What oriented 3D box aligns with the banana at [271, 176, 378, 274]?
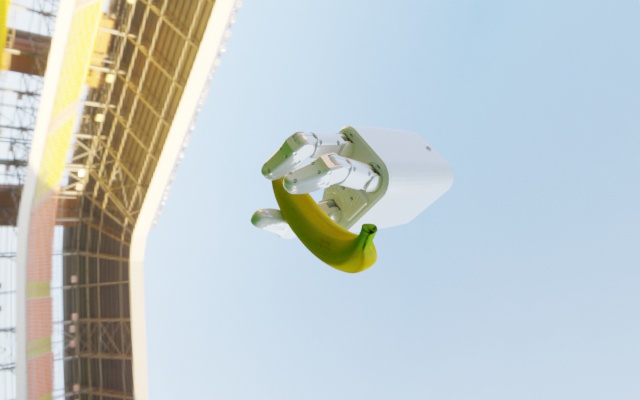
[{"bbox_3d":[0.001,0.020,0.454,0.037,0.070,0.197,-8,22,-28],"label":"banana"}]
